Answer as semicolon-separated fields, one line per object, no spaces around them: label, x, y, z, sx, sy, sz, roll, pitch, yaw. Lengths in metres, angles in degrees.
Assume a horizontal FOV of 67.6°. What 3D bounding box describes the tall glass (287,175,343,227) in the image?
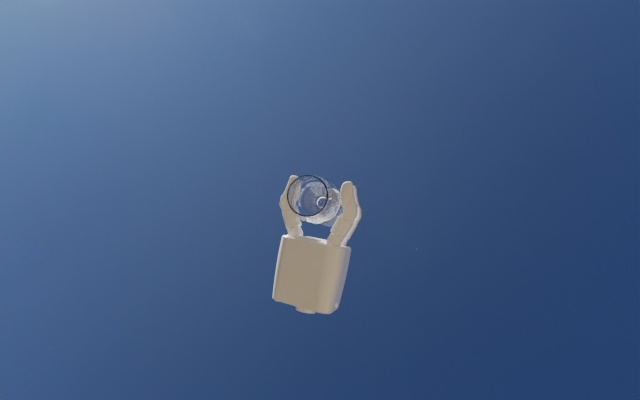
tall glass;0.000;0.002;0.790;0.079;0.079;0.201;0;-6;11
